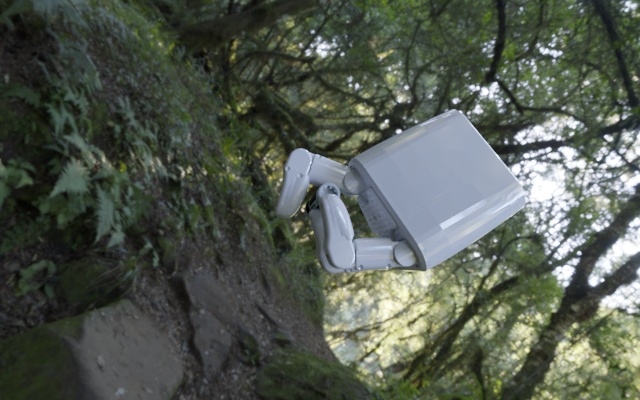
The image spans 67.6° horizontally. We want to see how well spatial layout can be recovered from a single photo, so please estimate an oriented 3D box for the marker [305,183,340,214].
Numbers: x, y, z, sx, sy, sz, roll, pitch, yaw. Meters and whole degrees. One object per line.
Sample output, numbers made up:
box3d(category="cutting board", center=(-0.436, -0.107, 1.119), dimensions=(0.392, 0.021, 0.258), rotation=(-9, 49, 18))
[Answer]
box3d(category="marker", center=(0.000, 0.001, 0.448), dimensions=(0.020, 0.020, 0.121), rotation=(0, -7, -7))
